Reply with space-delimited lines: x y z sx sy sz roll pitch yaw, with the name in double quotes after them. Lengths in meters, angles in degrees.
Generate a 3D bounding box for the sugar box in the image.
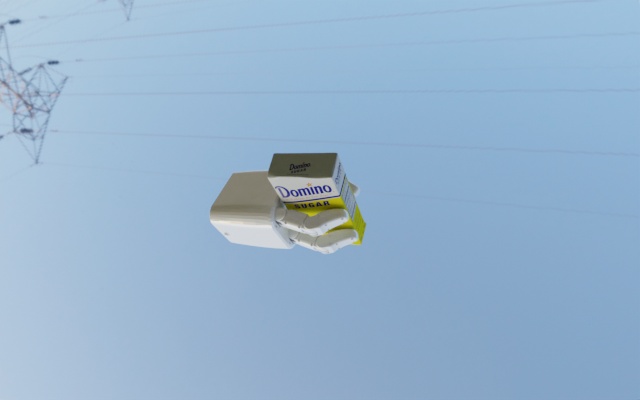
0.000 0.003 0.673 0.093 0.048 0.176 1 -30 21 "sugar box"
